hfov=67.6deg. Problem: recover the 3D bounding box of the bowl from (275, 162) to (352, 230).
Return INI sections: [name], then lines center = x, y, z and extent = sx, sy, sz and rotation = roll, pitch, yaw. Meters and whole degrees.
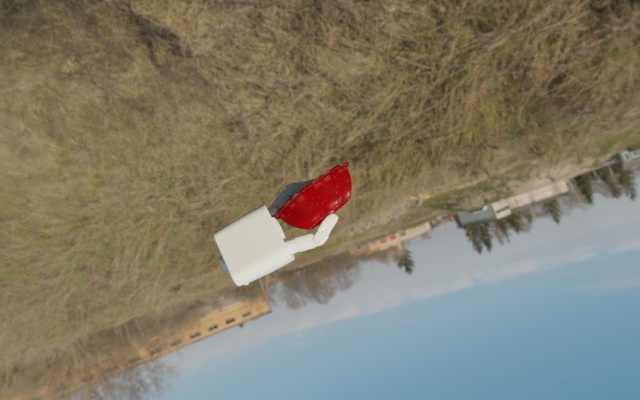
[bowl]
center = 0.001, 0.002, 0.832
extent = 0.162, 0.055, 0.162
rotation = -37, -6, -4
